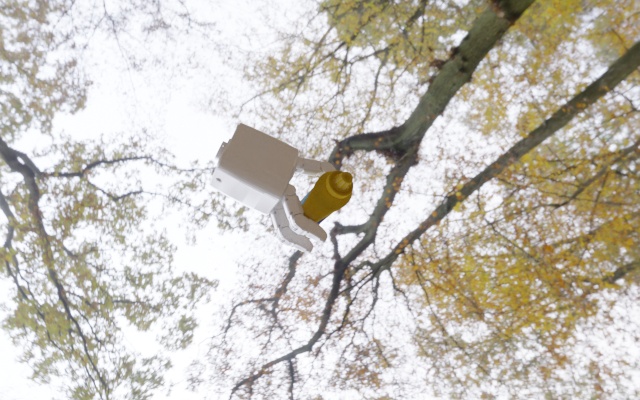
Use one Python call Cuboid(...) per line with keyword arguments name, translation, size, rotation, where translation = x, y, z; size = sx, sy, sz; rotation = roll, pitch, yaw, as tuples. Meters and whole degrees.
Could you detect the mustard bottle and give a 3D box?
Cuboid(name="mustard bottle", translation=(0.000, 0.003, 0.754), size=(0.096, 0.058, 0.192), rotation=(-43, -1, -33))
